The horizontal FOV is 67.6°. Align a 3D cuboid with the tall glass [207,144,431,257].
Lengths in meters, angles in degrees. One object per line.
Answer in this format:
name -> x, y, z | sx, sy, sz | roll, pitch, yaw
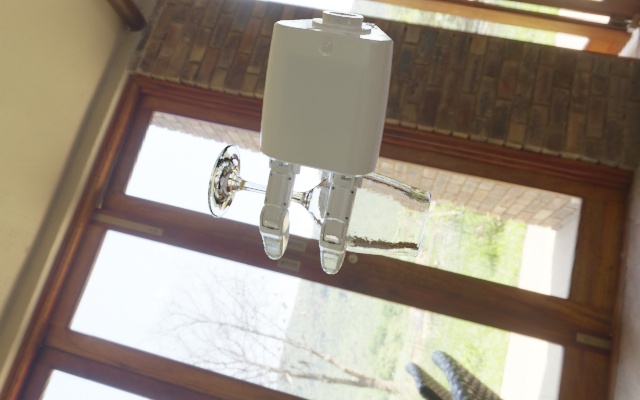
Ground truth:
tall glass -> -0.001, 0.001, 0.458 | 0.201, 0.079, 0.079 | 13, 2, 10
